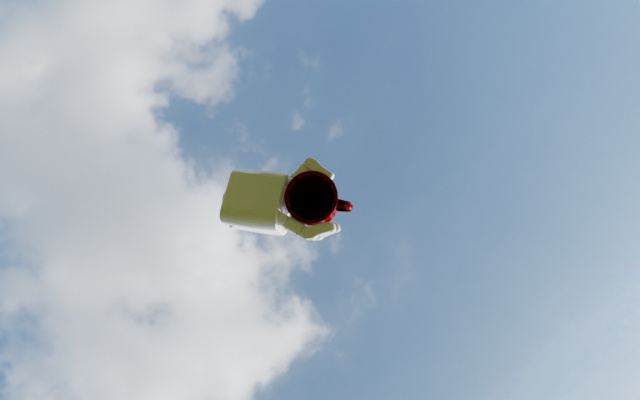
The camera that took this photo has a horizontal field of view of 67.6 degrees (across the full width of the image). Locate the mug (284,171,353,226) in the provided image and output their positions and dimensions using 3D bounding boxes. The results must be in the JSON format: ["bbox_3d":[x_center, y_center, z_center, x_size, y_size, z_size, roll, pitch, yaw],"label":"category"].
[{"bbox_3d":[0.002,0.003,0.852,0.117,0.093,0.081,7,-10,8],"label":"mug"}]
